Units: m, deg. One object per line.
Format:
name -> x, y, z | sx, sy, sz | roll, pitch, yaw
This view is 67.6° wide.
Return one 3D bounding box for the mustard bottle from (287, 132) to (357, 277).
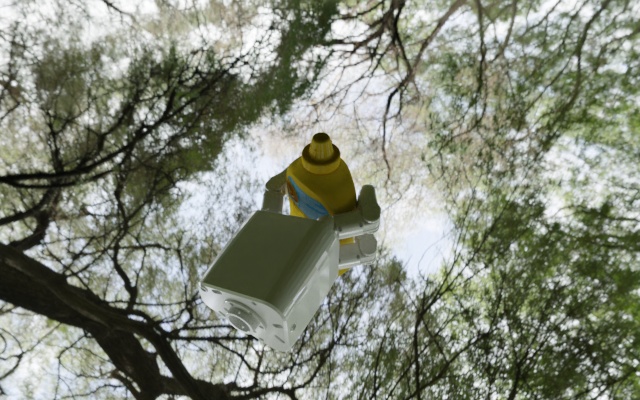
mustard bottle -> 0.000, 0.002, 0.550 | 0.058, 0.192, 0.096 | -30, 54, -25
